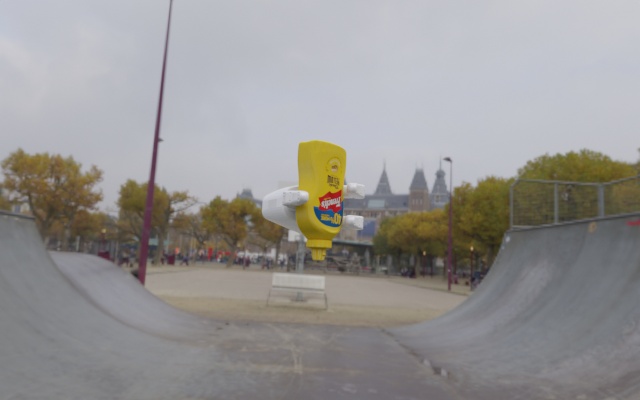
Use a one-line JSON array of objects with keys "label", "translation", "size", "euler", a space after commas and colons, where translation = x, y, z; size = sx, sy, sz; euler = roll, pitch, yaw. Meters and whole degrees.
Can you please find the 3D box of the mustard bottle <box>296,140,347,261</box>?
[{"label": "mustard bottle", "translation": [0.000, 0.002, 0.786], "size": [0.058, 0.191, 0.096], "euler": [-2, -9, 37]}]
